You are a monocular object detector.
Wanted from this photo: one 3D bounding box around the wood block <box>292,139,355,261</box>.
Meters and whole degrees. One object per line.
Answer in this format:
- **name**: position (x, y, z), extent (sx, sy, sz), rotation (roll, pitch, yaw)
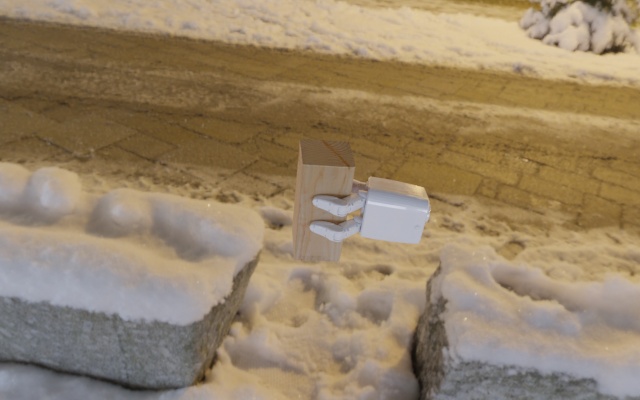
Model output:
- **wood block**: position (0.001, 0.003, 0.862), extent (0.090, 0.206, 0.090), rotation (3, 35, -7)
